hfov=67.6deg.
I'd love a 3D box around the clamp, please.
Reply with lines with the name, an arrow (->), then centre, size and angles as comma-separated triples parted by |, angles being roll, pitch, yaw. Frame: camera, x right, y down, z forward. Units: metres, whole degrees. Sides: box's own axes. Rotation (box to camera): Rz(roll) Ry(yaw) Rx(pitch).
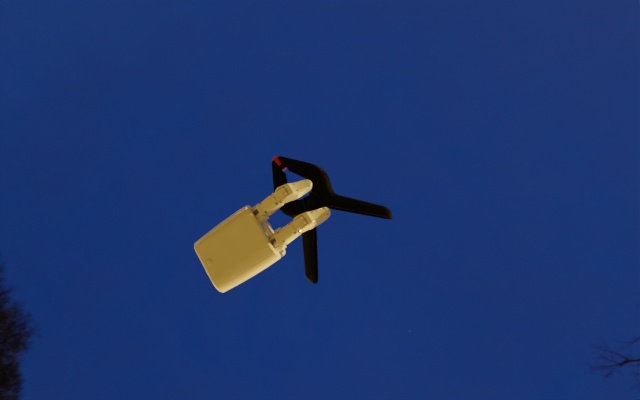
clamp -> 0.000, 0.002, 0.761 | 0.164, 0.210, 0.036 | -34, -18, 1
